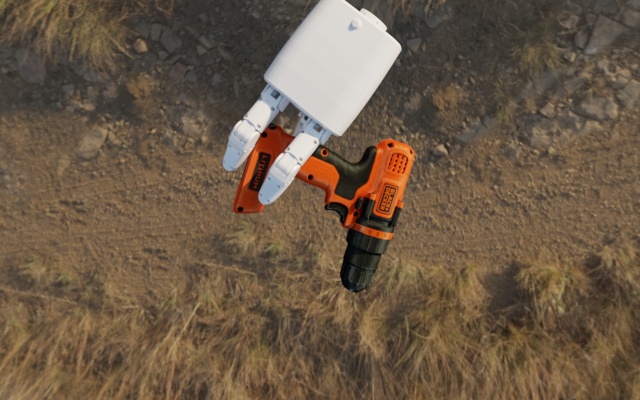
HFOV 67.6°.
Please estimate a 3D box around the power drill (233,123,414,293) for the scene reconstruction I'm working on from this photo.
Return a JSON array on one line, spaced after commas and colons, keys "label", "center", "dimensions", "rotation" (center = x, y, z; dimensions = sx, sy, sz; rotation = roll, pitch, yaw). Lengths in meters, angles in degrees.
[{"label": "power drill", "center": [0.000, 0.001, 0.546], "dimensions": [0.187, 0.184, 0.057], "rotation": [16, 4, -14]}]
